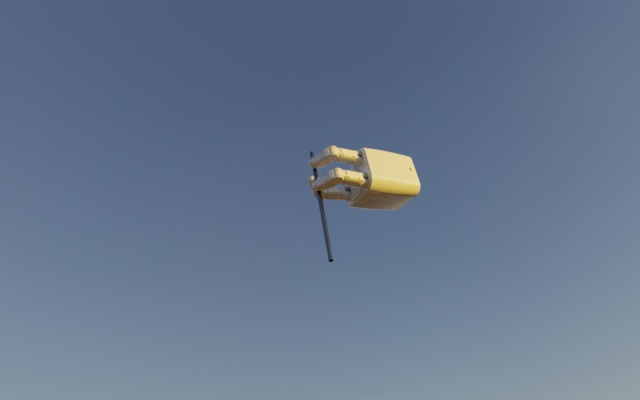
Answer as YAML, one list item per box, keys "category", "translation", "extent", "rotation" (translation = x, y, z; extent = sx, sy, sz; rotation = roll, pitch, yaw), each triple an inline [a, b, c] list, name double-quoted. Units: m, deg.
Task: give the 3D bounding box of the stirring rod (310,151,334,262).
- category: "stirring rod"
  translation: [0.000, 0.003, 0.838]
  extent: [0.011, 0.239, 0.011]
  rotation: [-6, -38, -5]
